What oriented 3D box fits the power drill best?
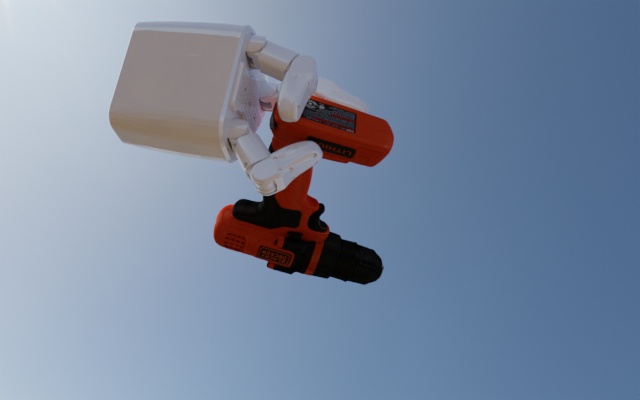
[{"bbox_3d":[0.000,0.001,0.461,0.184,0.188,0.057,16,38,-9],"label":"power drill"}]
